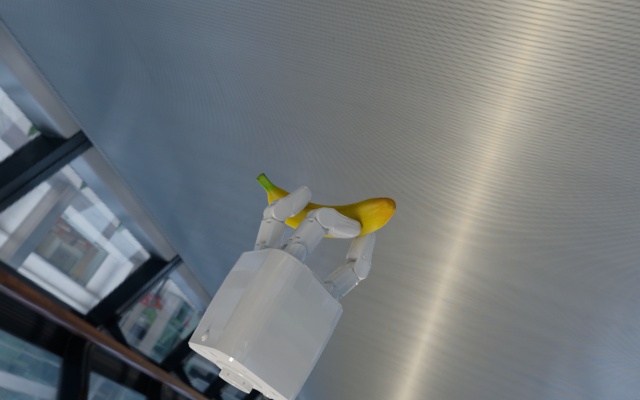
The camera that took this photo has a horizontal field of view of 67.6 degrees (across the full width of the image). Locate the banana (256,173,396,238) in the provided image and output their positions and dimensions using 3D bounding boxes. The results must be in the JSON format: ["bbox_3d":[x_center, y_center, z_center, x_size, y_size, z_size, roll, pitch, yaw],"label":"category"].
[{"bbox_3d":[0.004,0.014,0.553,0.198,0.037,0.070,11,-37,37],"label":"banana"}]
